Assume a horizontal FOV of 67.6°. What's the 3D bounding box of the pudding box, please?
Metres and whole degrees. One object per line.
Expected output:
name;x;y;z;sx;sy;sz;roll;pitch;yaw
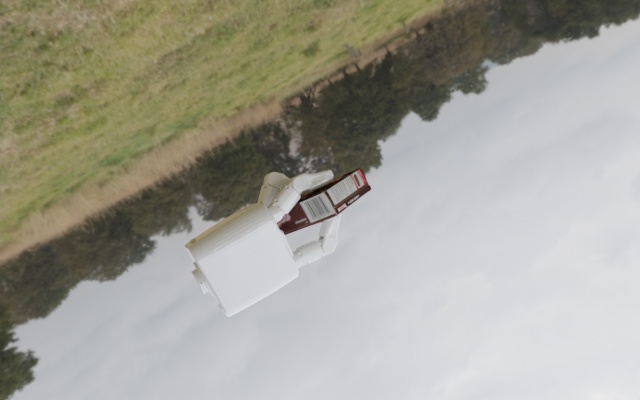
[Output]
pudding box;0.000;0.002;0.649;0.113;0.039;0.090;-20;10;43
